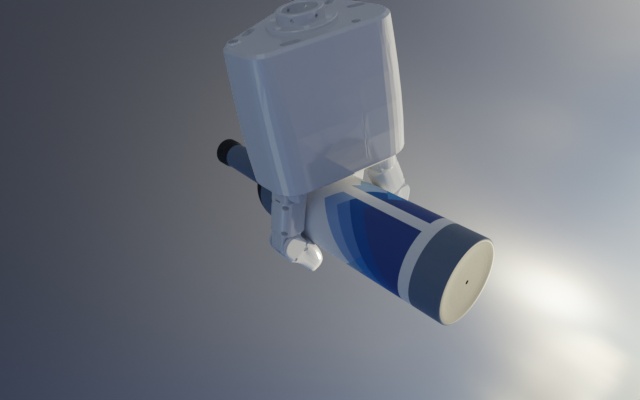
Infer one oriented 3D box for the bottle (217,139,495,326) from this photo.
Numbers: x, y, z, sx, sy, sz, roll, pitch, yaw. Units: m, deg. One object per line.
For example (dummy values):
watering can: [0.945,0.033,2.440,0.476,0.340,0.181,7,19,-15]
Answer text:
bottle: [0.000,0.002,0.415,0.069,0.069,0.295,0,22,-47]
